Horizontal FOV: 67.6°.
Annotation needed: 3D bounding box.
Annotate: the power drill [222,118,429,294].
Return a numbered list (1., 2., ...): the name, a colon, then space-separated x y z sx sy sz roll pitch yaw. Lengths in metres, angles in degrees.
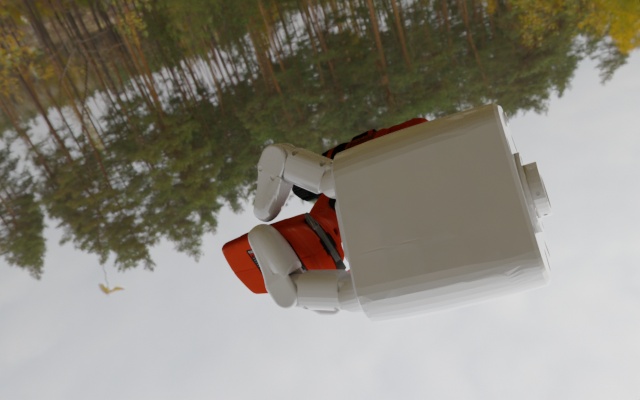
1. power drill: 0.000 0.002 0.428 0.184 0.057 0.187 -20 21 45
